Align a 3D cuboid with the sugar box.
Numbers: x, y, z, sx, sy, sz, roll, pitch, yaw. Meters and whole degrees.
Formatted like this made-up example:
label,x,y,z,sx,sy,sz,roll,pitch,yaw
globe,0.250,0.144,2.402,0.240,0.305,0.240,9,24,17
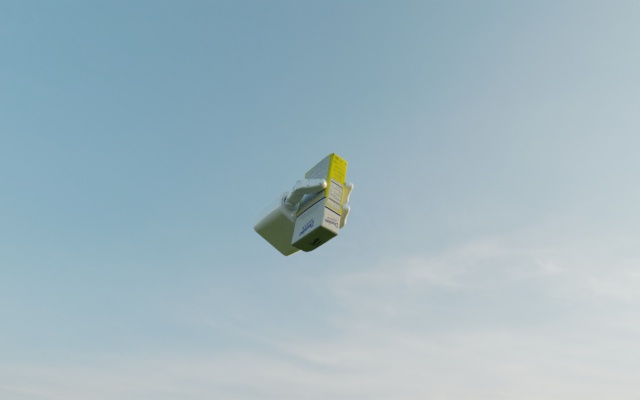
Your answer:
label,x,y,z,sx,sy,sz,roll,pitch,yaw
sugar box,0.001,0.003,0.891,0.048,0.176,0.093,29,-41,-26
